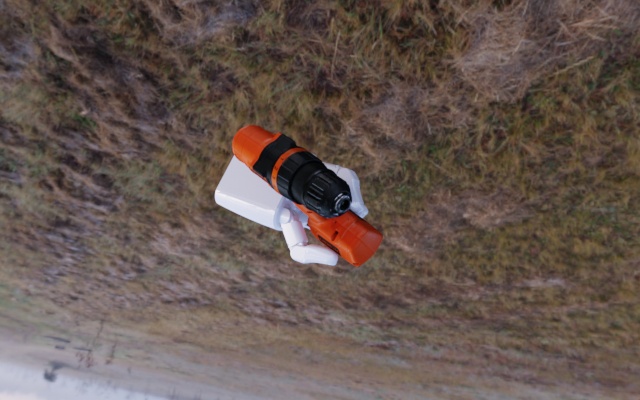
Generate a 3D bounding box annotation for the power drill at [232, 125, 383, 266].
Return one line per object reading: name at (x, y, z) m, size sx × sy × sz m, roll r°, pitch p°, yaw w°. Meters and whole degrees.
power drill at (0.000, 0.002, 0.537) m, size 0.184 × 0.057 × 0.188 m, roll 37°, pitch -9°, yaw 44°
